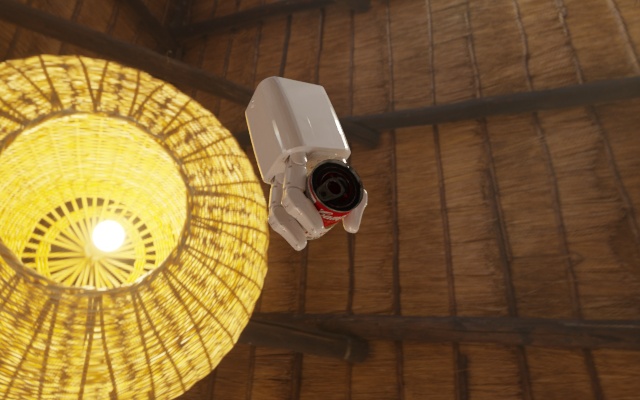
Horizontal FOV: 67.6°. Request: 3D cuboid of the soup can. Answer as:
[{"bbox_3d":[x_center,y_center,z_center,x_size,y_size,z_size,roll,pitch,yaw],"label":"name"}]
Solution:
[{"bbox_3d":[0.000,0.002,0.594,0.068,0.068,0.102,0,-23,-26],"label":"soup can"}]
